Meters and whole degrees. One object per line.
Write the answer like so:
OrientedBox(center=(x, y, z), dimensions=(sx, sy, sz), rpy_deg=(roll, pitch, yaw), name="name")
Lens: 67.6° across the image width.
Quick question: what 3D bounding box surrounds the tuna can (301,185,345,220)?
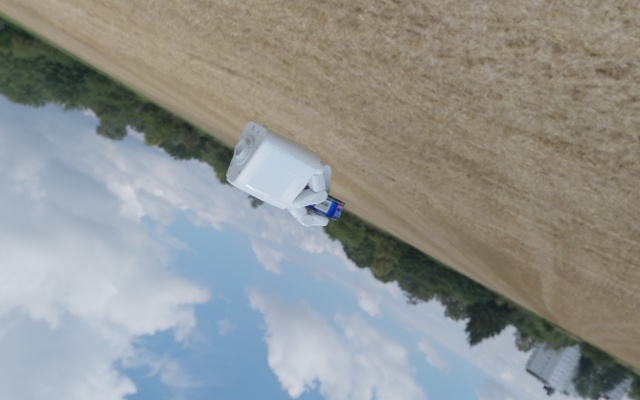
OrientedBox(center=(0.000, 0.003, 0.871), dimensions=(0.086, 0.034, 0.086), rpy_deg=(25, 4, -2), name="tuna can")
